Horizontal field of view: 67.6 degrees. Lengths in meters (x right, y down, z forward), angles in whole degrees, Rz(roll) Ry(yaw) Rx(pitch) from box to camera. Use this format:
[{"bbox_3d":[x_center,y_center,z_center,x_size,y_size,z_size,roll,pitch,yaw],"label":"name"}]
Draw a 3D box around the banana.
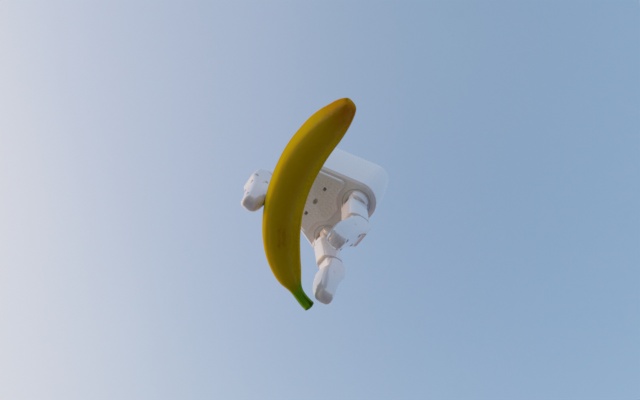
[{"bbox_3d":[-0.018,-0.001,0.432,0.069,0.198,0.037,17,21,16],"label":"banana"}]
